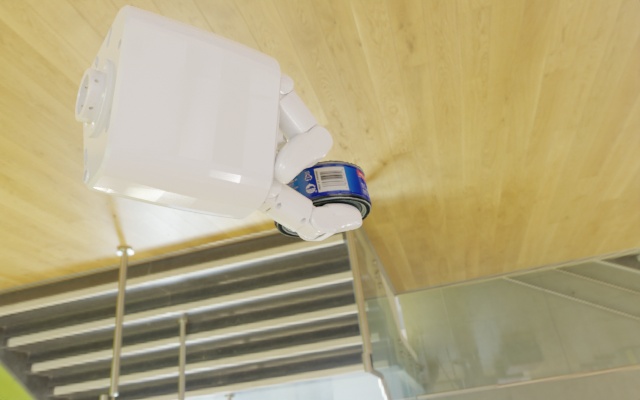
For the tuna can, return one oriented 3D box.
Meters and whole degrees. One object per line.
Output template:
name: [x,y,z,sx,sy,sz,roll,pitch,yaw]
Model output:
tuna can: [0.000,0.002,0.413,0.086,0.033,0.086,-10,-24,-5]
